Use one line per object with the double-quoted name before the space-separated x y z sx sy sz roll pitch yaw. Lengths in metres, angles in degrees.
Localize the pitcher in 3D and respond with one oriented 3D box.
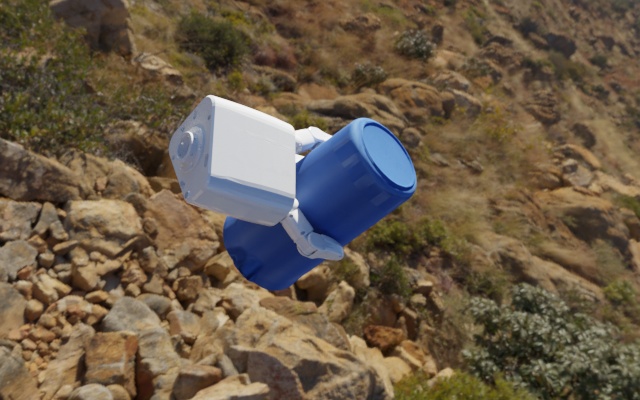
"pitcher" 0.000 0.002 0.608 0.145 0.149 0.243 18 -42 -41
